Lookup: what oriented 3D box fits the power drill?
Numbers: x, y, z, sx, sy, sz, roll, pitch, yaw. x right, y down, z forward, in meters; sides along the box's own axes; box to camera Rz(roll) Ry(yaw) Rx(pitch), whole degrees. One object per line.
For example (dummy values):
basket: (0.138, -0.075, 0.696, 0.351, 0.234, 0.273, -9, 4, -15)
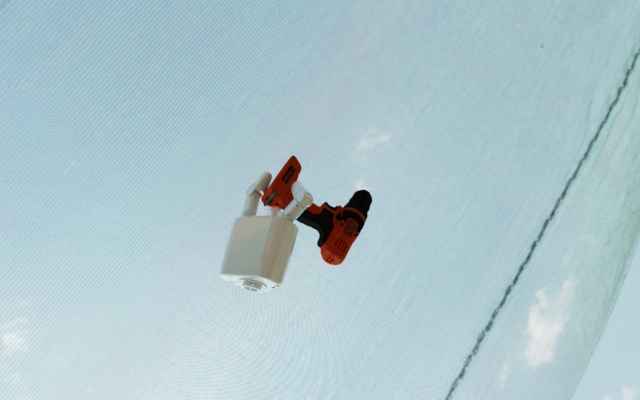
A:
power drill: (0.000, 0.003, 0.874, 0.187, 0.184, 0.057, 36, -43, -6)
